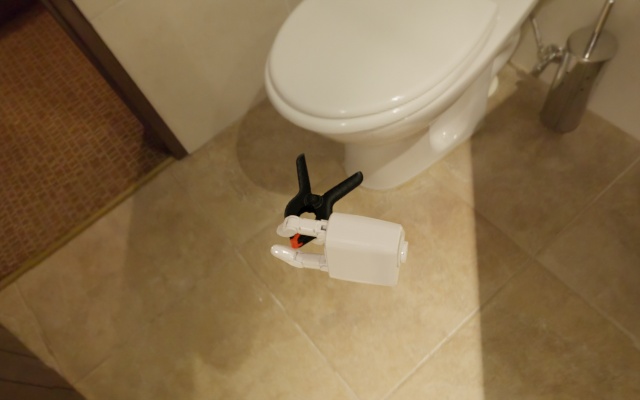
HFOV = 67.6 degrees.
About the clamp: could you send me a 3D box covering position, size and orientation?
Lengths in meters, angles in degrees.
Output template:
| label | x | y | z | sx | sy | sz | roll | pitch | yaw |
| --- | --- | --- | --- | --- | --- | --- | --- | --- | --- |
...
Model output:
| label | x | y | z | sx | sy | sz | roll | pitch | yaw |
| --- | --- | --- | --- | --- | --- | --- | --- | --- | --- |
| clamp | 0.000 | 0.002 | 0.789 | 0.120 | 0.171 | 0.039 | 8 | -25 | 14 |
